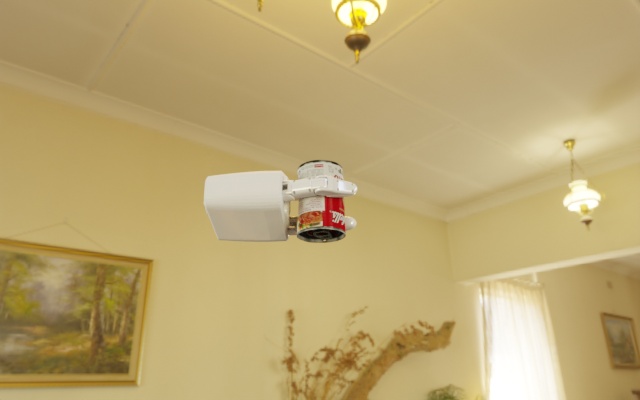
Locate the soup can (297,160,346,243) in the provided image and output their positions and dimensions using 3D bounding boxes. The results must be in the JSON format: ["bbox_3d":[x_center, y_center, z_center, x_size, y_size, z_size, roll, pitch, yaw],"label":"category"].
[{"bbox_3d":[0.001,0.002,0.675,0.068,0.102,0.068,-1,-21,0],"label":"soup can"}]
